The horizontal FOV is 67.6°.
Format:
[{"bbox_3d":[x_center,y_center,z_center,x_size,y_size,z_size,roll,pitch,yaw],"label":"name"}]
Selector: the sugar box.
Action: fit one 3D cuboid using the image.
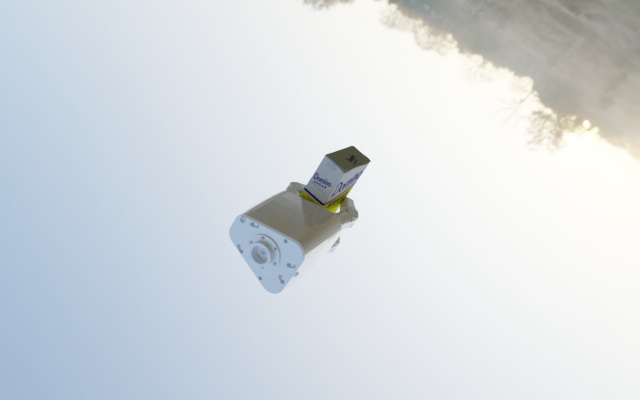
[{"bbox_3d":[0.000,0.003,0.725,0.048,0.176,0.093,43,31,12],"label":"sugar box"}]
